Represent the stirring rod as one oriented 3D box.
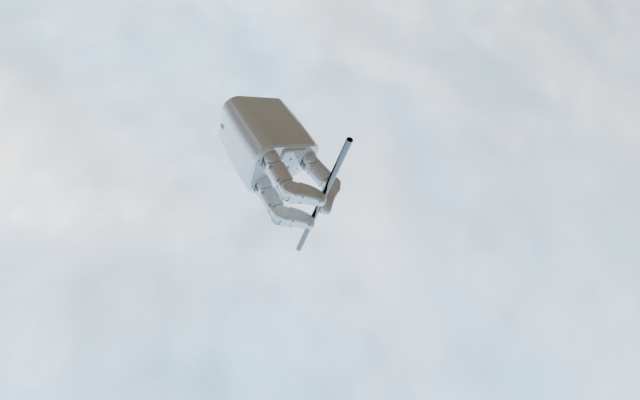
[{"bbox_3d":[0.000,0.002,0.629,0.011,0.011,0.240,0,-36,-20],"label":"stirring rod"}]
